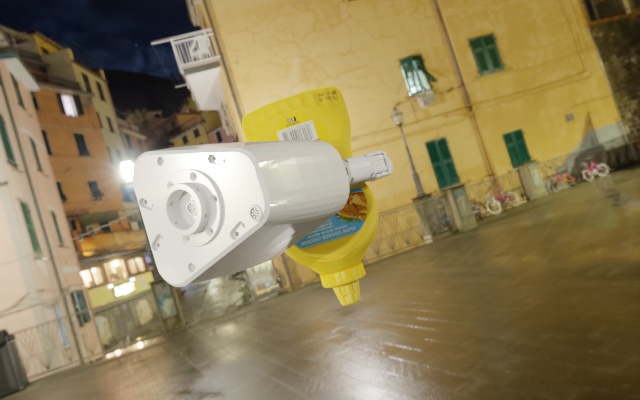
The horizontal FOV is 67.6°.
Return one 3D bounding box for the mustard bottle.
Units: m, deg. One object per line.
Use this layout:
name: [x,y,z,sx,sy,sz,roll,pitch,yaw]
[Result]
mustard bottle: [0.000,0.001,0.436,0.096,0.191,0.058,-17,-2,5]
